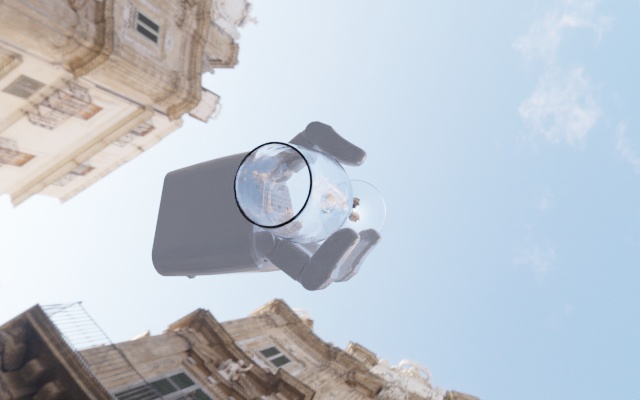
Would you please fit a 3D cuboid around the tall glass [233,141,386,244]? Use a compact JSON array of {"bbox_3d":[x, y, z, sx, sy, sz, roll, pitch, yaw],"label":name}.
[{"bbox_3d":[0.000,0.001,0.426,0.079,0.079,0.201,0,-7,20],"label":"tall glass"}]
